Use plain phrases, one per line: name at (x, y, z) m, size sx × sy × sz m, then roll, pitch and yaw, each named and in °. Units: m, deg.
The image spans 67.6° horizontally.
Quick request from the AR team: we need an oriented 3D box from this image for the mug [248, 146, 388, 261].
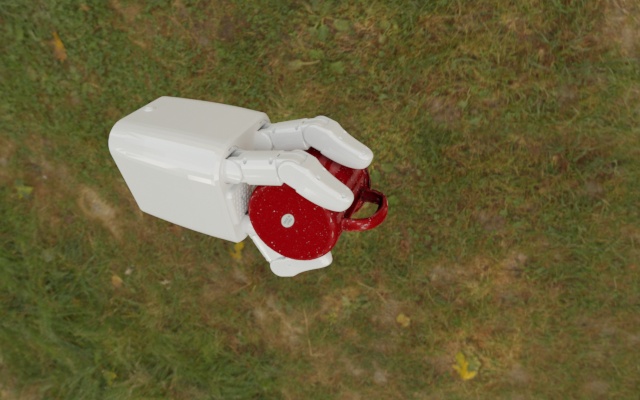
mug at (0.001, 0.002, 0.418) m, size 0.117 × 0.093 × 0.081 m, roll 14°, pitch 36°, yaw 16°
